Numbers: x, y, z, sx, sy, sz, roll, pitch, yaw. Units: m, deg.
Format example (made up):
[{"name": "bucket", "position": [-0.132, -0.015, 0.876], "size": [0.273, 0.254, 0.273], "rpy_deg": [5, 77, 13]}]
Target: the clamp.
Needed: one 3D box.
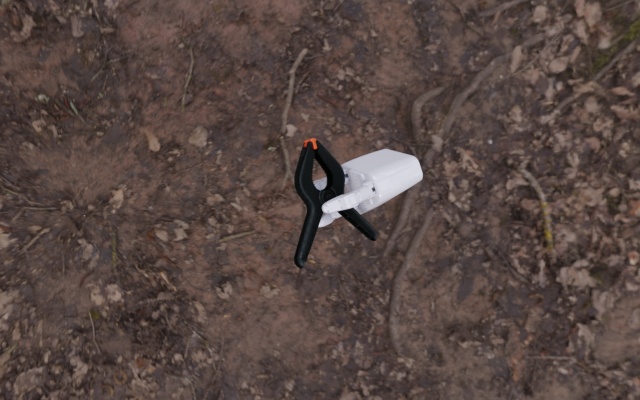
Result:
[{"name": "clamp", "position": [0.001, 0.002, 0.806], "size": [0.164, 0.210, 0.036], "rpy_deg": [-25, 9, -28]}]
